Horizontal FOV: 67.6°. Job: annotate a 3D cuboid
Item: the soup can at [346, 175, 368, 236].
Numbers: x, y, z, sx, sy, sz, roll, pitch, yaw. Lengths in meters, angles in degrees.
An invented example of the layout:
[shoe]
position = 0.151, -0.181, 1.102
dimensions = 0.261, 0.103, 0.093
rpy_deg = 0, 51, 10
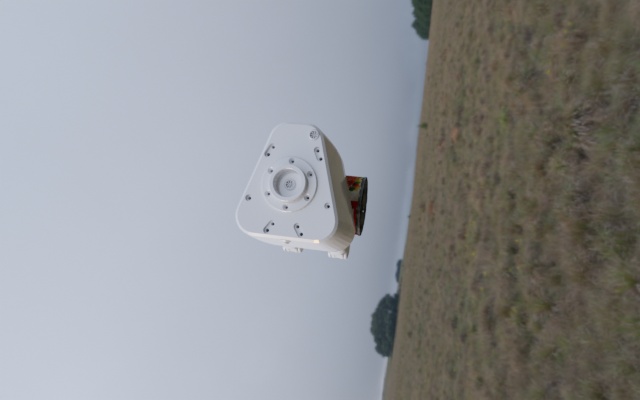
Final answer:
[soup can]
position = 0.000, 0.002, 0.555
dimensions = 0.102, 0.068, 0.068
rpy_deg = 6, 1, 11
